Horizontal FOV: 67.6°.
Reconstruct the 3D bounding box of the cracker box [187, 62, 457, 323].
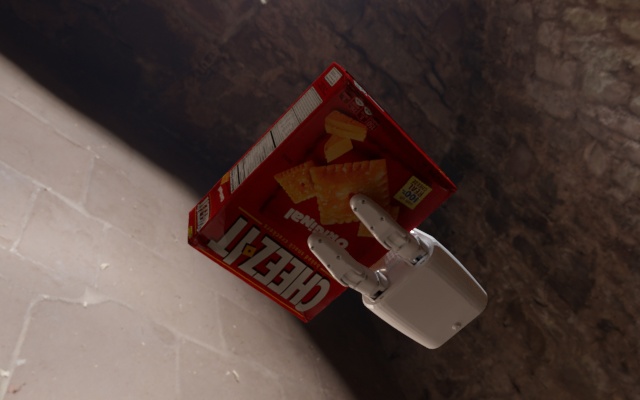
[{"bbox_3d":[0.000,0.001,0.476,0.164,0.214,0.072,40,13,-26],"label":"cracker box"}]
